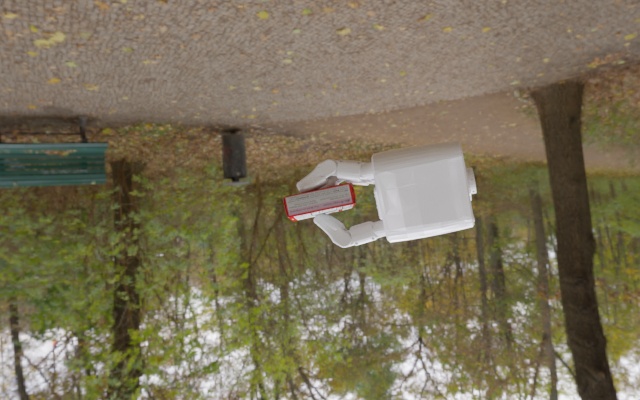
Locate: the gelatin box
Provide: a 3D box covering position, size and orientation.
[{"bbox_3d":[0.000,0.003,0.620,0.089,0.030,0.073,-13,-5,1],"label":"gelatin box"}]
